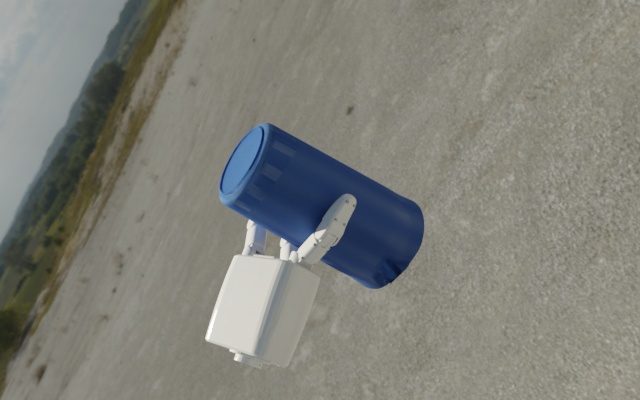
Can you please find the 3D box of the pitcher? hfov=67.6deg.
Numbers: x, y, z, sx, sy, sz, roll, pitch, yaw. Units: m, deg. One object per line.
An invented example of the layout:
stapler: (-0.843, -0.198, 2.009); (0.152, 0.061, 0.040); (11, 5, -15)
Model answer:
pitcher: (0.000, 0.002, 0.605); (0.243, 0.145, 0.149); (30, -21, -27)
